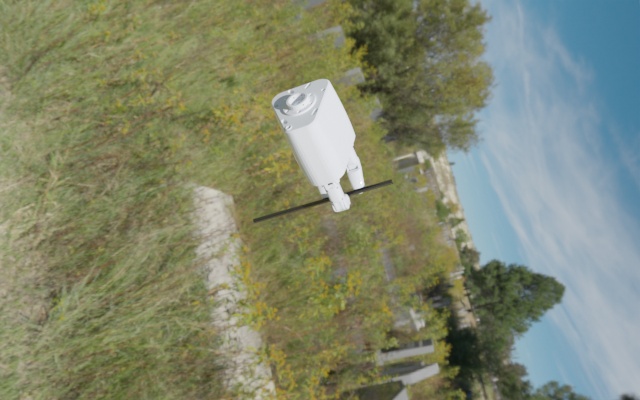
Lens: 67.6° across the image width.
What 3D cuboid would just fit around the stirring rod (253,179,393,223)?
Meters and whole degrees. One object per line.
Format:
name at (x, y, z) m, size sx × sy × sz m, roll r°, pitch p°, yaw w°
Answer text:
stirring rod at (0.000, 0.003, 0.779) m, size 0.239 × 0.011 × 0.011 m, roll -16°, pitch -4°, yaw 14°
